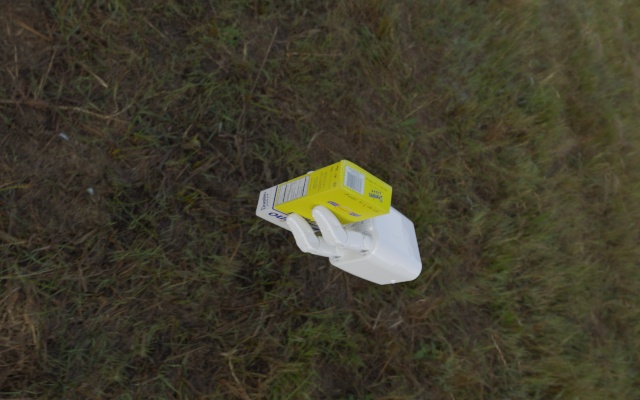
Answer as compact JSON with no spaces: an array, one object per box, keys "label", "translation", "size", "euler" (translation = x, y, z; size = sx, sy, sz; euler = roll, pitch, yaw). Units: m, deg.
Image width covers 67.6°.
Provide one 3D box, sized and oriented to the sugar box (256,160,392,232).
[{"label":"sugar box","translation":[0.000,0.003,0.655],"size":[0.093,0.048,0.176],"euler":[27,-32,-34]}]
